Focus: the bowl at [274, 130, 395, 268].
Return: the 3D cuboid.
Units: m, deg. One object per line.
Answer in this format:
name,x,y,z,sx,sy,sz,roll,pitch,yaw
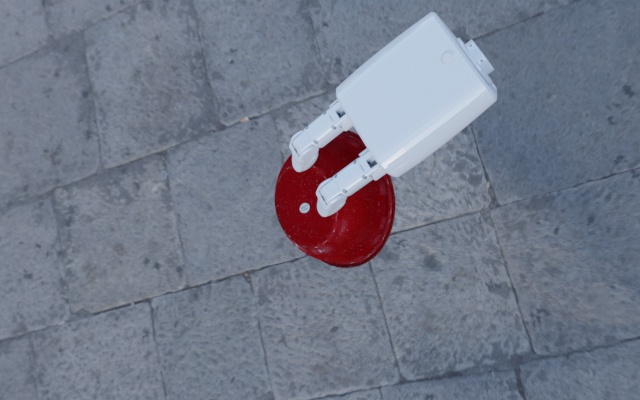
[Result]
bowl,-0.001,0.003,0.528,0.162,0.162,0.055,0,9,41
